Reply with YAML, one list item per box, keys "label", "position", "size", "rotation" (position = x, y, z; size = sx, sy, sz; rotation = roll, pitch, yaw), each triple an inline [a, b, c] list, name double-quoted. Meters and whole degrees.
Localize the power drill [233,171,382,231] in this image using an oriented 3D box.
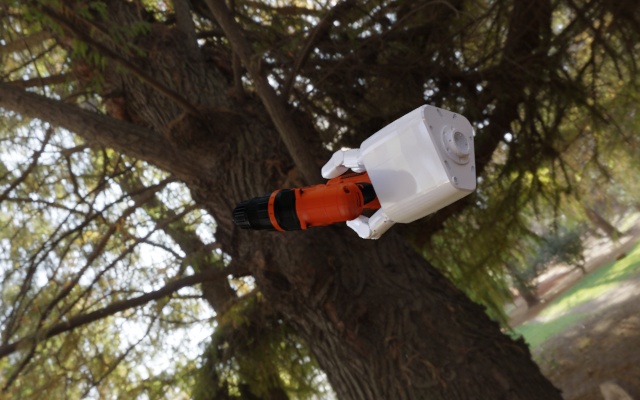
- label: "power drill"
  position: [0.001, 0.002, 0.645]
  size: [0.184, 0.057, 0.187]
  rotation: [-6, 6, 32]
